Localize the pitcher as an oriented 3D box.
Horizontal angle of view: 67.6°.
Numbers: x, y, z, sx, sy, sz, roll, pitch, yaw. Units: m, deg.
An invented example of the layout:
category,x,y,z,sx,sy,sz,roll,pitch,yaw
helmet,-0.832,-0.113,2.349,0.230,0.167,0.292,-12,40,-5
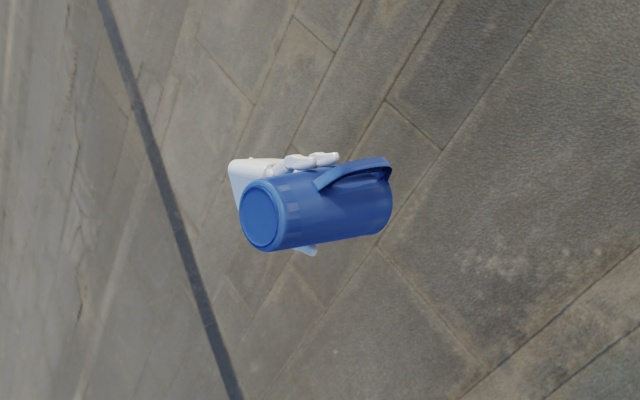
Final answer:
category,x,y,z,sx,sy,sz,roll,pitch,yaw
pitcher,0.000,0.003,0.763,0.145,0.149,0.243,12,15,43
